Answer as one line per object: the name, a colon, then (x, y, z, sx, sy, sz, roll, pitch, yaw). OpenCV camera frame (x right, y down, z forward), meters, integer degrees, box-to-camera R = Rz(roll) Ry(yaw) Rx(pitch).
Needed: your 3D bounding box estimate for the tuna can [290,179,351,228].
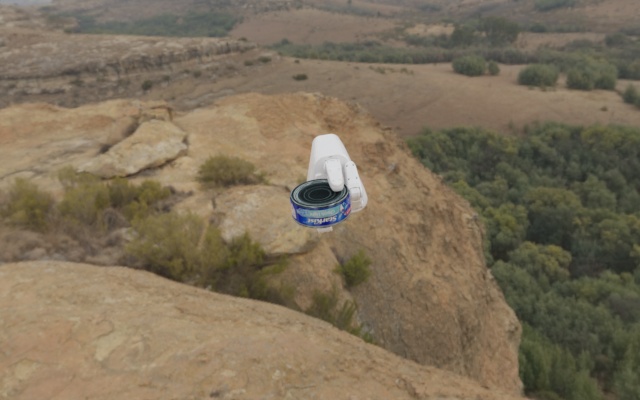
tuna can: (0.000, 0.002, 0.676, 0.086, 0.034, 0.086, -5, 30, 3)
